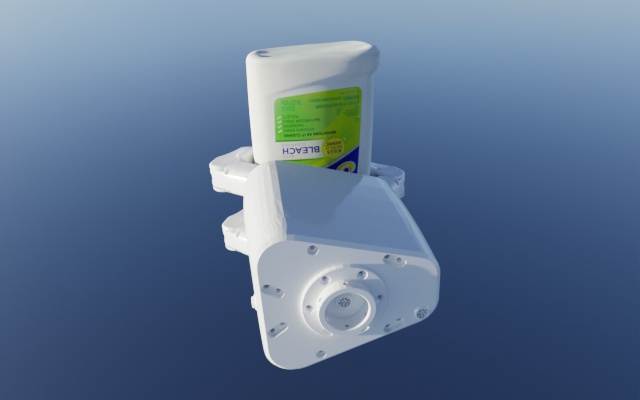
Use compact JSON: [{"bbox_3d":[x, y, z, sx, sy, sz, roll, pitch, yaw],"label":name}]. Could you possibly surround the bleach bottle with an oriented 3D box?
[{"bbox_3d":[0.000,0.001,0.406,0.102,0.251,0.068,-8,25,-7],"label":"bleach bottle"}]
